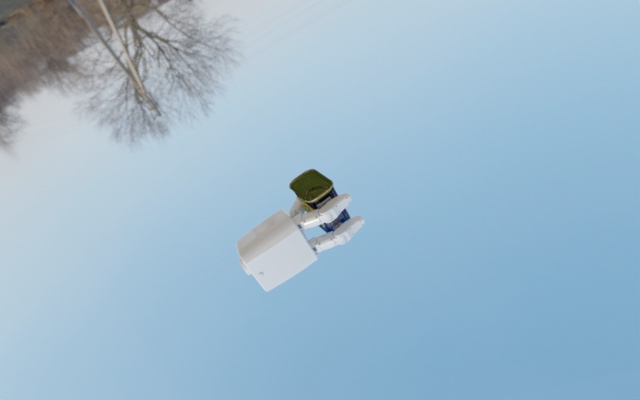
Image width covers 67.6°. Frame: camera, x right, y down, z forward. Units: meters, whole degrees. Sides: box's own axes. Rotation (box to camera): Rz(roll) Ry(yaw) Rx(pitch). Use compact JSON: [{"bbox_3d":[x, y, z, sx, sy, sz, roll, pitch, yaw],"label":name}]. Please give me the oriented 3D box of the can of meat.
[{"bbox_3d":[0.000,0.003,0.839,0.057,0.084,0.102,-36,31,-10],"label":"can of meat"}]
